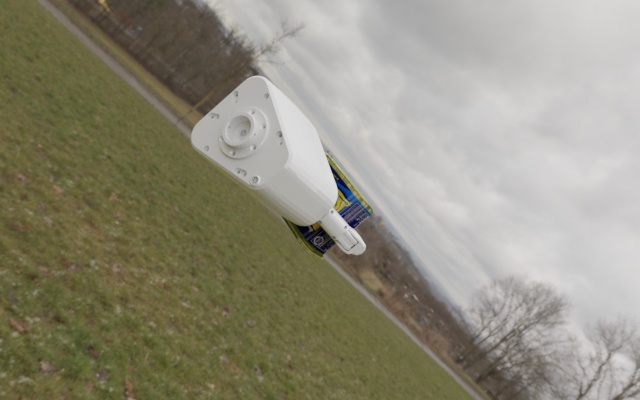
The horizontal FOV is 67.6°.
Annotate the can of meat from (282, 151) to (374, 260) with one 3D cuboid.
[{"bbox_3d":[0.000,0.002,0.549,0.084,0.102,0.057,-40,-31,6],"label":"can of meat"}]
